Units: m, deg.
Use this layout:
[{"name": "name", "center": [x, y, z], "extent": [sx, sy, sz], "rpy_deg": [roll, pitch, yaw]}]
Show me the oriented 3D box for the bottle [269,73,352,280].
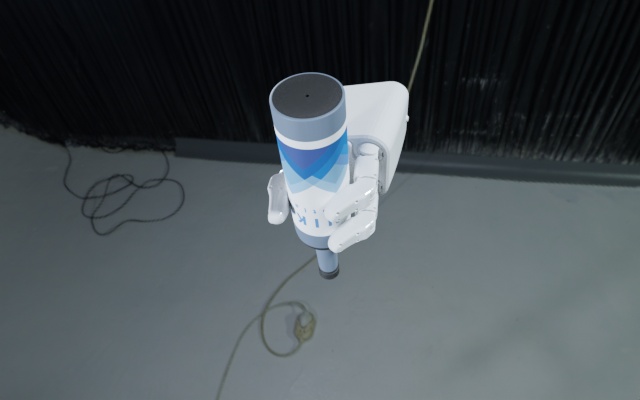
[{"name": "bottle", "center": [0.000, 0.002, 0.527], "extent": [0.069, 0.069, 0.296], "rpy_deg": [0, -39, 6]}]
